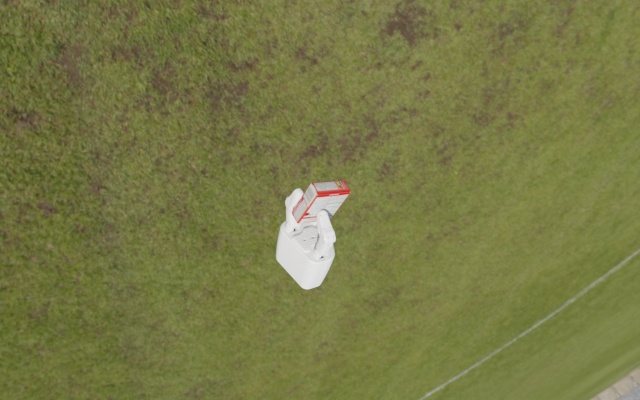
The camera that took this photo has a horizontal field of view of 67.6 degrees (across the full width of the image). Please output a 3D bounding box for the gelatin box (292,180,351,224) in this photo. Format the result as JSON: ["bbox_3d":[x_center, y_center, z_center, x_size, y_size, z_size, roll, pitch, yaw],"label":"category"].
[{"bbox_3d":[0.000,0.003,0.839,0.073,0.030,0.089,-6,-34,-35],"label":"gelatin box"}]
